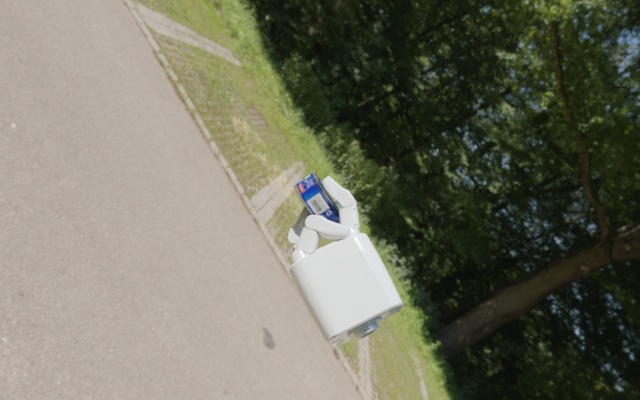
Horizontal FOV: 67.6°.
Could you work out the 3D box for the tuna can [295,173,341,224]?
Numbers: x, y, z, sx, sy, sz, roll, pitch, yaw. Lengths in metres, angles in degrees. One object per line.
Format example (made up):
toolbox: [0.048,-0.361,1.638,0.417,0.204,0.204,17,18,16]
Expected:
tuna can: [0.001,0.002,0.698,0.034,0.086,0.086,-34,-4,6]
